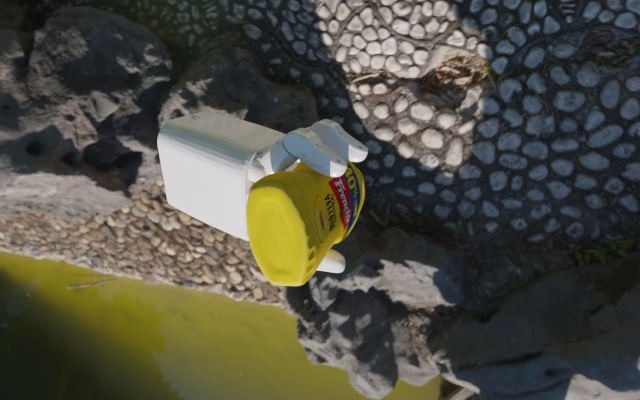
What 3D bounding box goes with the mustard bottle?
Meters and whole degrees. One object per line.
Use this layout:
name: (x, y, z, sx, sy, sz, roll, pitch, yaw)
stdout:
mustard bottle: (0.000, 0.002, 0.476, 0.058, 0.096, 0.191, -3, 17, 26)
